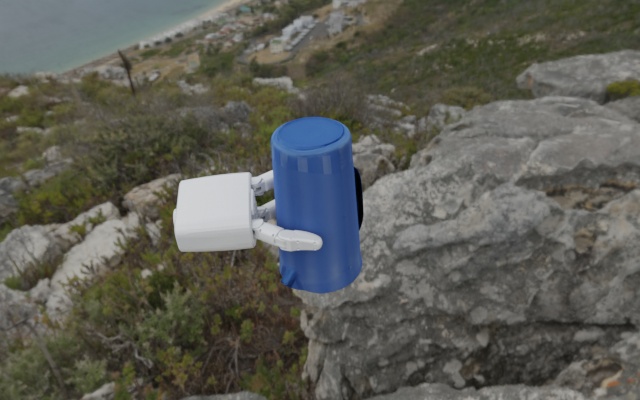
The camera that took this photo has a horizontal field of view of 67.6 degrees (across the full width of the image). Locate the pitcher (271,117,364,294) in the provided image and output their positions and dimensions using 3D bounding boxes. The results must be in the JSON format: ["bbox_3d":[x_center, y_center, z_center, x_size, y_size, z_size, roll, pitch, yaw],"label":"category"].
[{"bbox_3d":[0.000,0.002,0.707,0.145,0.243,0.149,-5,35,-1],"label":"pitcher"}]
